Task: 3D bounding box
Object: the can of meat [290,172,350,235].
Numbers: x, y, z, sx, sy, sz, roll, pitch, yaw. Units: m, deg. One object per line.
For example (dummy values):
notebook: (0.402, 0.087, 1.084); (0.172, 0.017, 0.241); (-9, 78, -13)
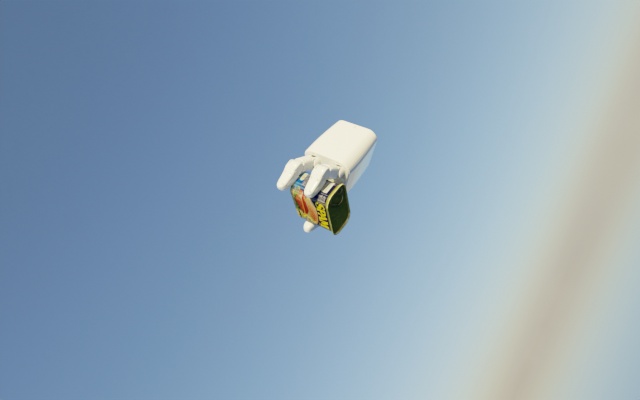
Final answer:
can of meat: (0.000, 0.003, 0.853); (0.084, 0.057, 0.102); (24, -32, 28)
